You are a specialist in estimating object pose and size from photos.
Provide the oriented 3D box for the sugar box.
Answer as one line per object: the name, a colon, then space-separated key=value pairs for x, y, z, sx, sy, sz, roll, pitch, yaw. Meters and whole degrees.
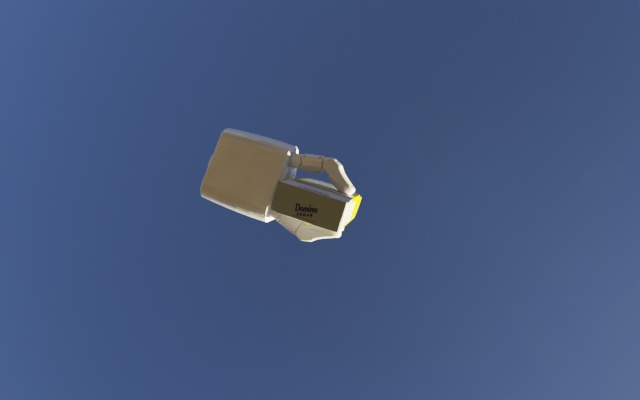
sugar box: x=0.000 y=0.003 z=0.668 sx=0.093 sy=0.048 sz=0.176 roll=18 pitch=9 yaw=9
